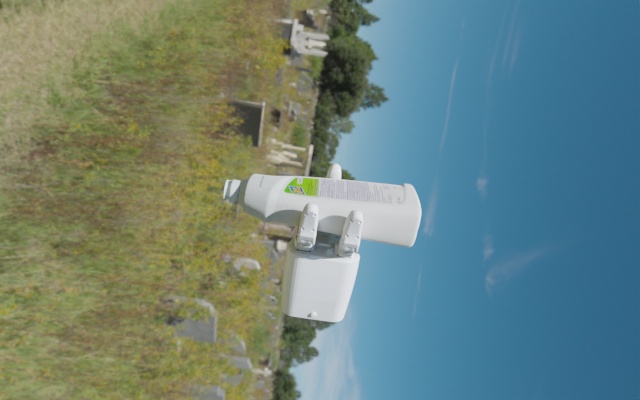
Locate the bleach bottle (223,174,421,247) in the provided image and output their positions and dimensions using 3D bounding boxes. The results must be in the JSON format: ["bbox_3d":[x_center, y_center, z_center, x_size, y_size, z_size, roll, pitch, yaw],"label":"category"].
[{"bbox_3d":[0.000,0.002,0.635,0.251,0.068,0.102,9,23,-2],"label":"bleach bottle"}]
